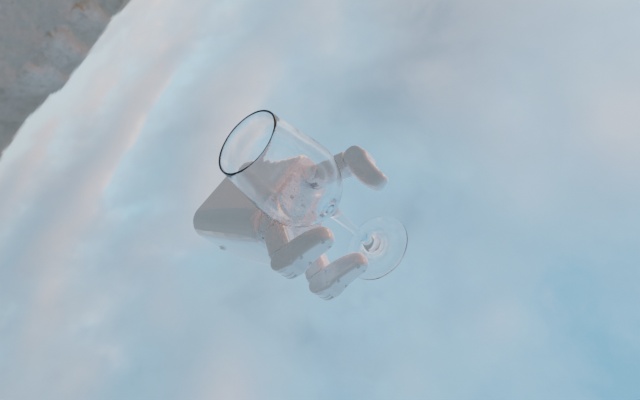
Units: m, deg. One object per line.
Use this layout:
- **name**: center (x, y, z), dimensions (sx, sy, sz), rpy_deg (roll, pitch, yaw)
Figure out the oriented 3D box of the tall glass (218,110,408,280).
- **tall glass**: center (0.001, 0.002, 0.440), dimensions (0.079, 0.079, 0.201), rpy_deg (0, -29, 42)
